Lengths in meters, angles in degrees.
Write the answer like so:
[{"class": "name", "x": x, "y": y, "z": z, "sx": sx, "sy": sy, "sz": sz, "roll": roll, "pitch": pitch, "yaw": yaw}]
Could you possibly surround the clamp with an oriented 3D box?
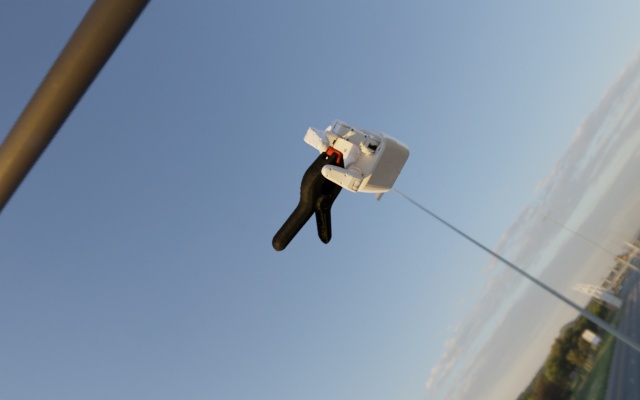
[{"class": "clamp", "x": 0.000, "y": 0.002, "z": 0.725, "sx": 0.039, "sy": 0.171, "sz": 0.120, "roll": 35, "pitch": 16, "yaw": 29}]
